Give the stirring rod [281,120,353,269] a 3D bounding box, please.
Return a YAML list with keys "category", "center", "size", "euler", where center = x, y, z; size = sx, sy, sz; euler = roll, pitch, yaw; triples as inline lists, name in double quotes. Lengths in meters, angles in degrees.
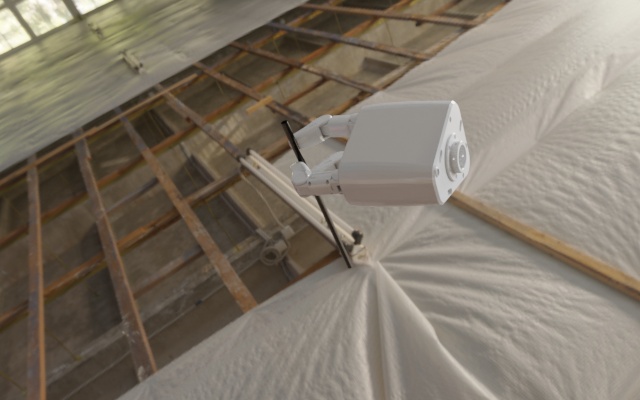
- category: "stirring rod"
  center: [0.000, 0.002, 0.612]
  size: [0.011, 0.240, 0.011]
  euler: [-17, 34, 12]
